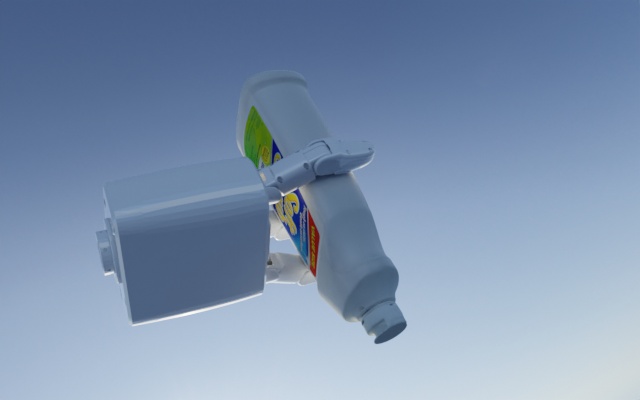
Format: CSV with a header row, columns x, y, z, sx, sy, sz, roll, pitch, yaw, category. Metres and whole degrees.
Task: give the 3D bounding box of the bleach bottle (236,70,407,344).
x,y,z,sx,sy,sz,roll,pitch,yaw,category
0.000,0.001,0.411,0.068,0.250,0.103,-12,-37,-27,bleach bottle
